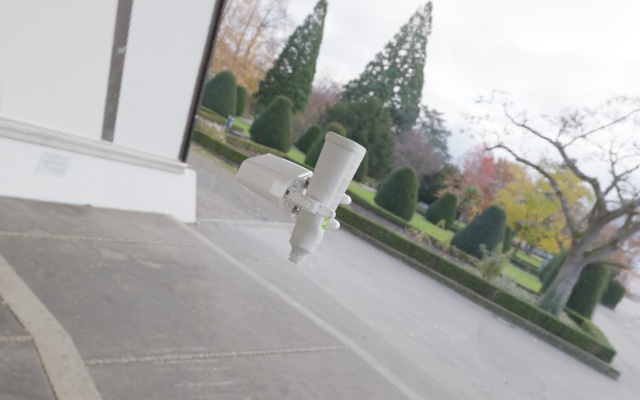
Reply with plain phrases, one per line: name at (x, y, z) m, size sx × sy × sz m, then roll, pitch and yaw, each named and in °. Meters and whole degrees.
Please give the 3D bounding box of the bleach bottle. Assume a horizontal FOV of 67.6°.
bleach bottle at (0.000, 0.003, 0.892) m, size 0.068 × 0.251 × 0.102 m, roll 26°, pitch 6°, yaw 18°
